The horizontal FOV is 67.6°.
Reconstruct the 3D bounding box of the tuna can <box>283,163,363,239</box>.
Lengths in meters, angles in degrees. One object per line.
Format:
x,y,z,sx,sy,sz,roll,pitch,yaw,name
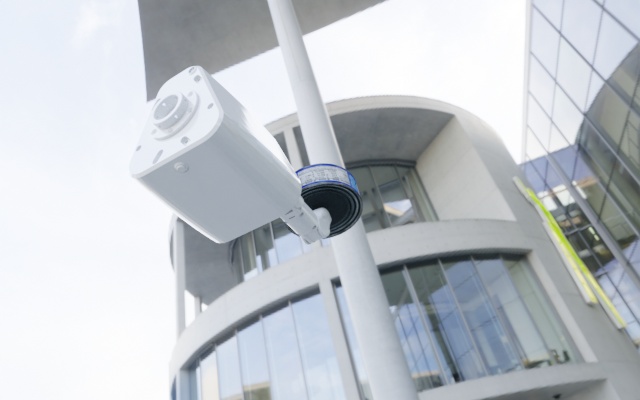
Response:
0.000,0.001,0.510,0.086,0.033,0.086,-6,-43,-6,tuna can
